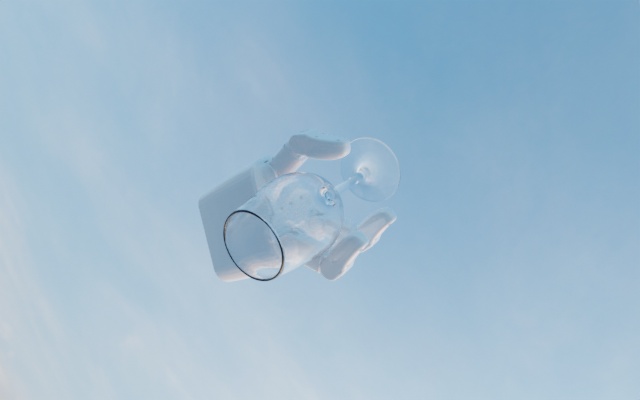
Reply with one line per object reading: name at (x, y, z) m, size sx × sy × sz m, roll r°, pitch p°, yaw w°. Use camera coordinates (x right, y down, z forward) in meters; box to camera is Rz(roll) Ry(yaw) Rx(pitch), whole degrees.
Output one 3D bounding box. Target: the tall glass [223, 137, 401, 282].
tall glass at (0.001, 0.001, 0.449) m, size 0.079 × 0.079 × 0.201 m, roll 0°, pitch 20°, yaw 35°
